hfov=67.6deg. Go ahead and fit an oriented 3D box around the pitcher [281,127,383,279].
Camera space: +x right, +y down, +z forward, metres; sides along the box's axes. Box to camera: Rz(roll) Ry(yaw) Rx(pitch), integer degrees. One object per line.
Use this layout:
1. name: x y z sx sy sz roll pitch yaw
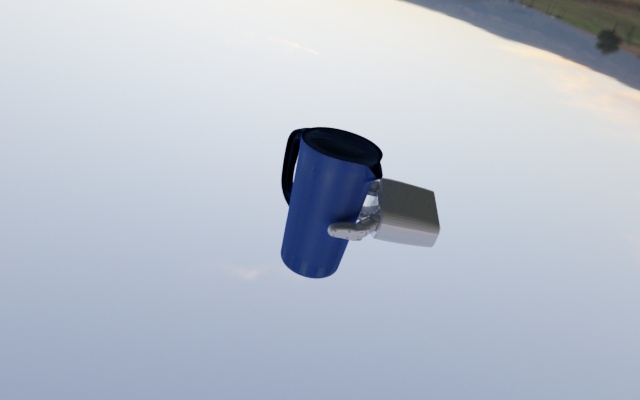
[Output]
1. pitcher: 0.000 0.003 0.808 0.145 0.243 0.149 10 28 -11
